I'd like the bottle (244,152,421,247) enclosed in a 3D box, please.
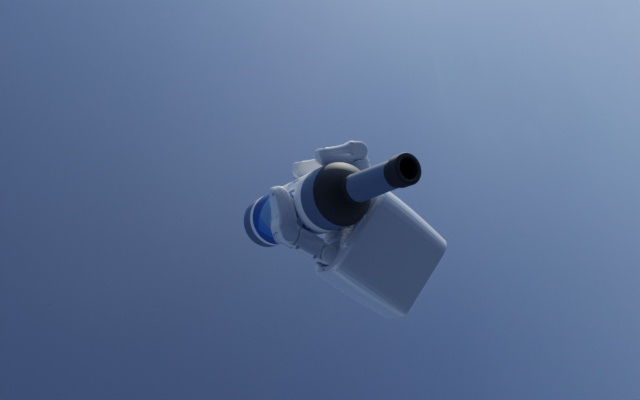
[{"bbox_3d":[0.000,0.002,0.510,0.069,0.069,0.296,0,-11,-29],"label":"bottle"}]
